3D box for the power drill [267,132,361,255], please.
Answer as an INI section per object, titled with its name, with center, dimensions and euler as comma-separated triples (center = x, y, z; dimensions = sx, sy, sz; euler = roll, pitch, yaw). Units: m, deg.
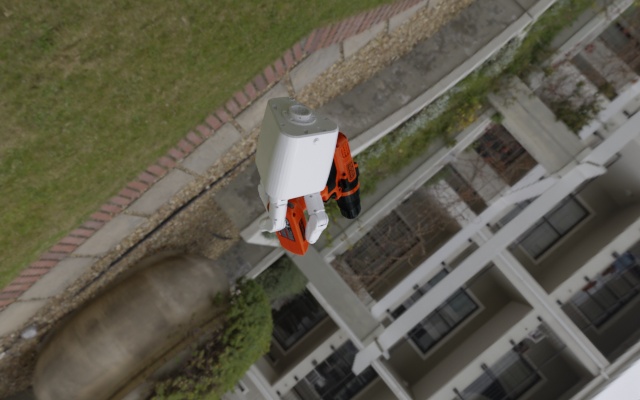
[power drill]
center = 0.000, 0.003, 0.809
dimensions = 0.057, 0.185, 0.187
euler = 15, 49, 35
